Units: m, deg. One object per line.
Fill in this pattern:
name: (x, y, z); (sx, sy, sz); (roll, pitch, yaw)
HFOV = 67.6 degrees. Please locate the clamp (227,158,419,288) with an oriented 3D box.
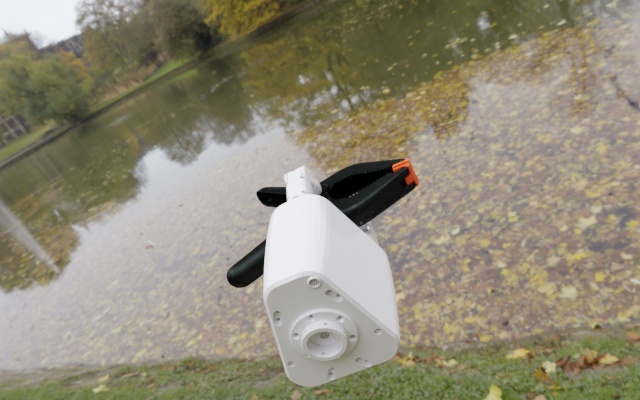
clamp: (0.000, 0.001, 0.517); (0.210, 0.036, 0.164); (-25, 29, 13)
